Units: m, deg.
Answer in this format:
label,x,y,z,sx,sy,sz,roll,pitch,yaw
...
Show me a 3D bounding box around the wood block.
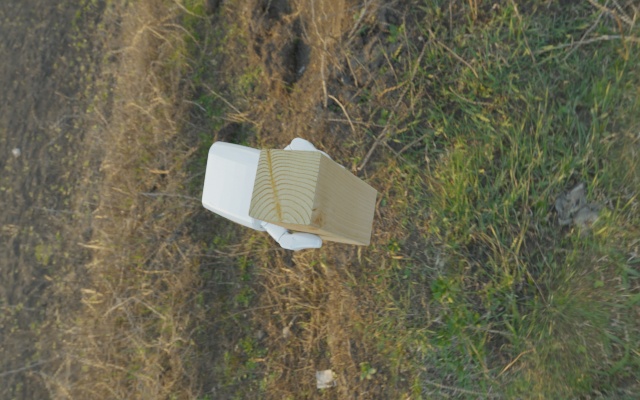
label,x,y,z,sx,sy,sz,roll,pitch,yaw
wood block,0.000,0.002,0.665,0.090,0.091,0.206,6,-9,27
